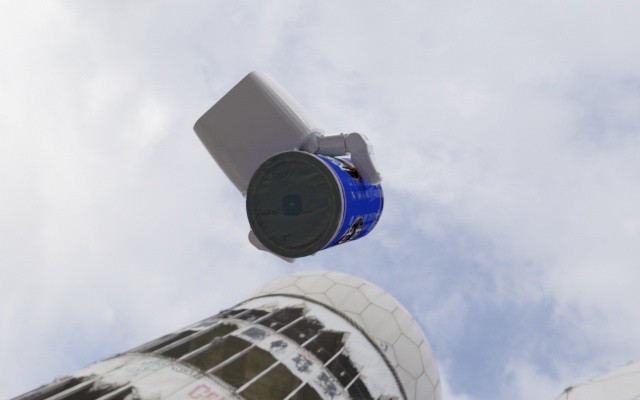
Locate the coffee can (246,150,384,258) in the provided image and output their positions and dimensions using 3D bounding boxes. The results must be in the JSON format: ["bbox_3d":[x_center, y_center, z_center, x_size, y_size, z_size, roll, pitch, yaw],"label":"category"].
[{"bbox_3d":[0.000,0.002,0.516,0.103,0.103,0.140,0,2,24],"label":"coffee can"}]
